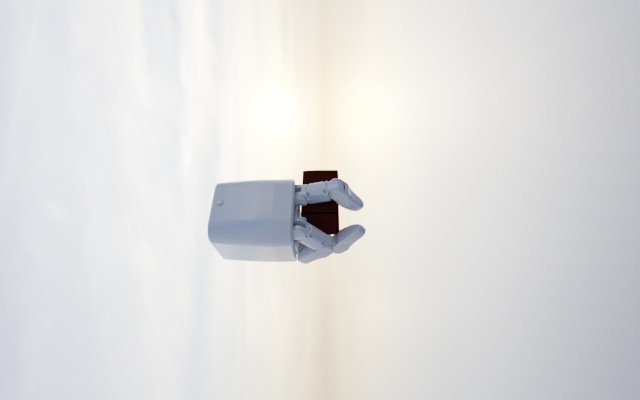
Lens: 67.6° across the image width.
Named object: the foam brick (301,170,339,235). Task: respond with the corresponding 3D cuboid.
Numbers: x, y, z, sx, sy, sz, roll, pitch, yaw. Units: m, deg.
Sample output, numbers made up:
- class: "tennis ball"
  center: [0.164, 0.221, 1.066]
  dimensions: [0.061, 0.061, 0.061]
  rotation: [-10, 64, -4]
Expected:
- class: "foam brick"
  center: [0.000, 0.002, 0.664]
  dimensions: [0.051, 0.078, 0.053]
  rotation: [-1, -39, 2]
